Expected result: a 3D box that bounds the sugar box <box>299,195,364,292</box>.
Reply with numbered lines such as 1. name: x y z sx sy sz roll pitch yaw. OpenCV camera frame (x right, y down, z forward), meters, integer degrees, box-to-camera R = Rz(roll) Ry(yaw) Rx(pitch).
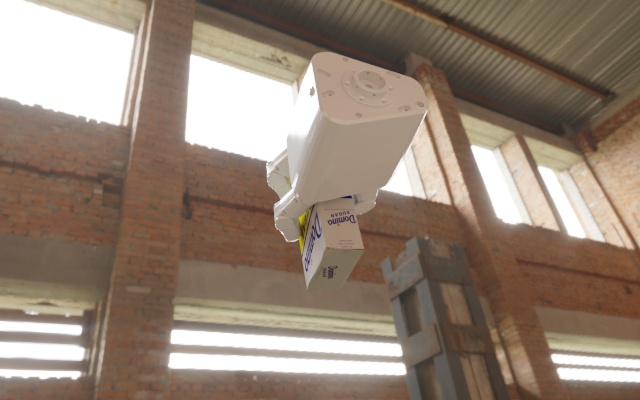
1. sugar box: 0.000 0.002 0.532 0.048 0.176 0.093 2 -36 -15
